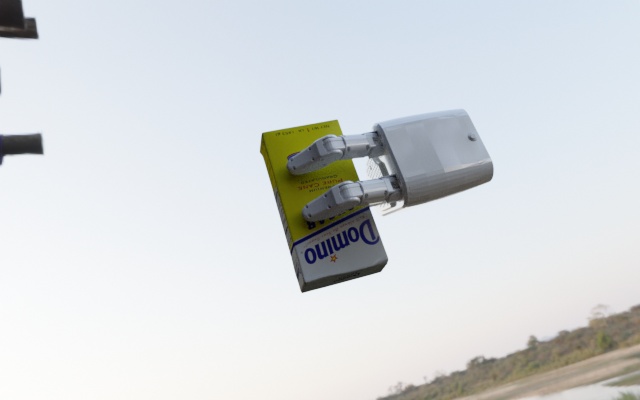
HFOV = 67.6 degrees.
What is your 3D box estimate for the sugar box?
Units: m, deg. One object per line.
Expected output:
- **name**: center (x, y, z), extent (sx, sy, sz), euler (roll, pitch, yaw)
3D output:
- **sugar box**: center (0.000, 0.001, 0.516), extent (0.093, 0.176, 0.048), euler (-13, -24, -14)
